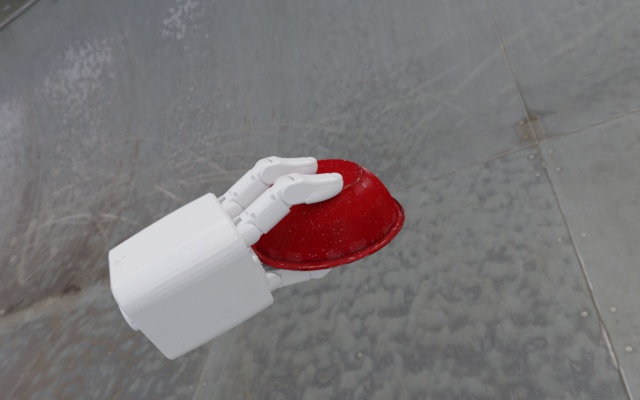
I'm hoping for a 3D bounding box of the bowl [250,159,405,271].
[{"bbox_3d":[0.001,0.001,0.475,0.162,0.055,0.162,-10,25,5],"label":"bowl"}]
